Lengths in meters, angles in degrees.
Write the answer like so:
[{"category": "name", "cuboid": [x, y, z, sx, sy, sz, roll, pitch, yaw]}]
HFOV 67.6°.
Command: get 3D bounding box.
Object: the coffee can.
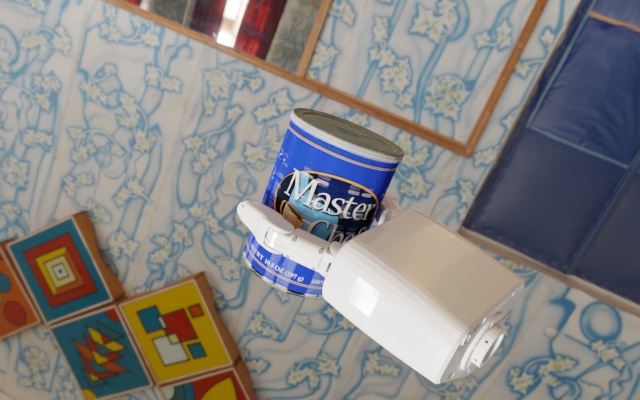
[{"category": "coffee can", "cuboid": [0.000, 0.001, 0.430, 0.103, 0.140, 0.102, 20, 18, -7]}]
